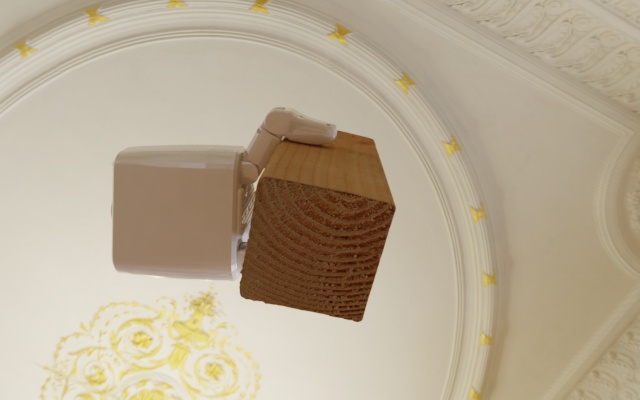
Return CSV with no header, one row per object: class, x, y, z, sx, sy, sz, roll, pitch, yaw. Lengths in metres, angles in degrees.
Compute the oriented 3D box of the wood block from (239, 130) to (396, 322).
wood block,0.000,0.001,0.407,0.090,0.091,0.206,12,19,-2
